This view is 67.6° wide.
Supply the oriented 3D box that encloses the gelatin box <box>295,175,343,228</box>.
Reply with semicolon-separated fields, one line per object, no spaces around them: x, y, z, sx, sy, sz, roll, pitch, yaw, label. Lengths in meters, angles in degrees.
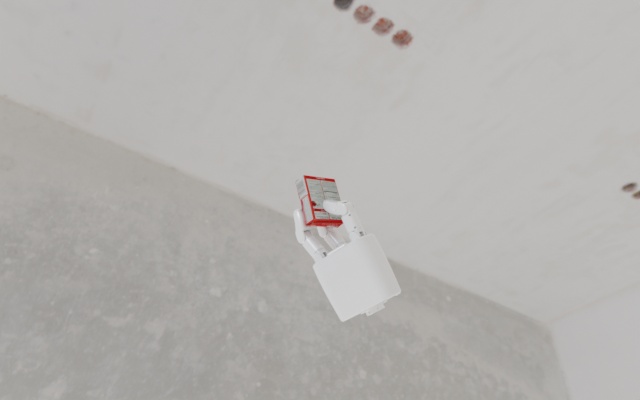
0.000;0.002;0.842;0.073;0.089;0.030;4;-28;-39;gelatin box
